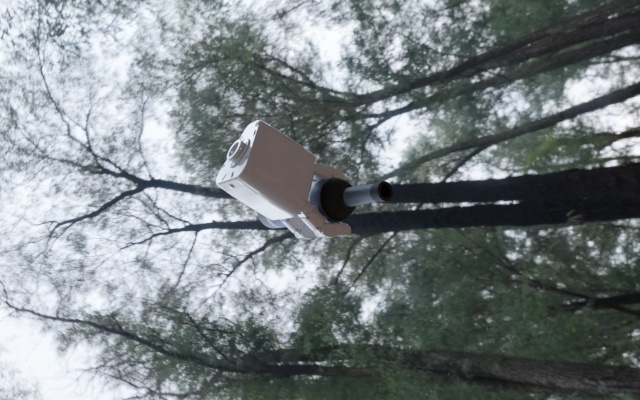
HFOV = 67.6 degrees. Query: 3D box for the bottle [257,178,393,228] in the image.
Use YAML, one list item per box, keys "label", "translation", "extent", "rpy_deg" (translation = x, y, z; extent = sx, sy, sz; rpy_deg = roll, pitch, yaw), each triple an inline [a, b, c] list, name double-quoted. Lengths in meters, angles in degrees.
- label: "bottle"
  translation: [0.000, 0.002, 0.749]
  extent: [0.069, 0.069, 0.296]
  rpy_deg: [0, -6, -36]
